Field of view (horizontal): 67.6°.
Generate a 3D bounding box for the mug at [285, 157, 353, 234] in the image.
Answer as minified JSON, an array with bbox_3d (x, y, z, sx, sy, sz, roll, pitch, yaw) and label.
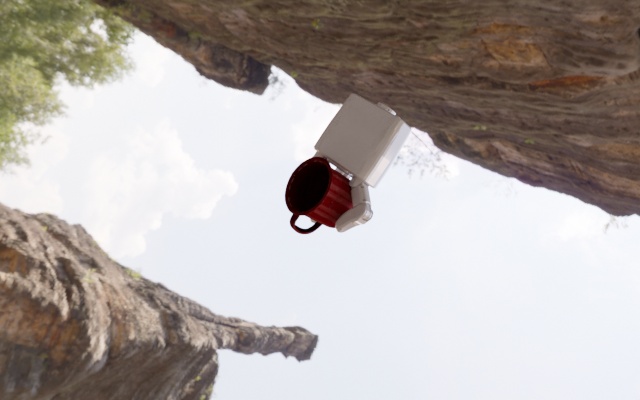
[{"bbox_3d":[-0.001,0.004,0.722,0.081,0.117,0.093,29,7,-42],"label":"mug"}]
